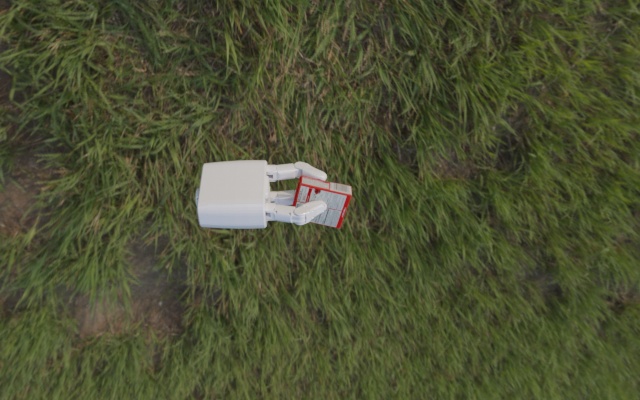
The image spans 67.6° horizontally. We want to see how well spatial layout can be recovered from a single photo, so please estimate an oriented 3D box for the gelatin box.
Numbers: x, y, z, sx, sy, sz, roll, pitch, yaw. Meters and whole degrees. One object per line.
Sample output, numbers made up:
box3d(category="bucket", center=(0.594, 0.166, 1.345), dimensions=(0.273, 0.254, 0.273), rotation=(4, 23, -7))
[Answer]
box3d(category="gelatin box", center=(0.000, 0.003, 0.790), dimensions=(0.089, 0.073, 0.030), rotation=(12, 35, -6))
